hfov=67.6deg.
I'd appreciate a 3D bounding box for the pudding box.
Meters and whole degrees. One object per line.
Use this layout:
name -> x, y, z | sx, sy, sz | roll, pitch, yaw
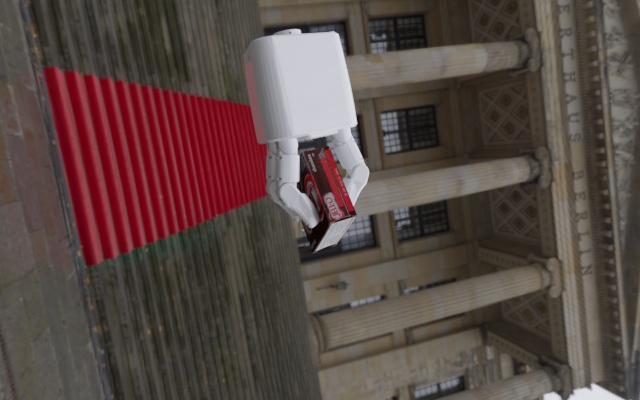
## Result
pudding box -> 0.000, 0.002, 0.563 | 0.039, 0.090, 0.113 | -15, -19, -14
